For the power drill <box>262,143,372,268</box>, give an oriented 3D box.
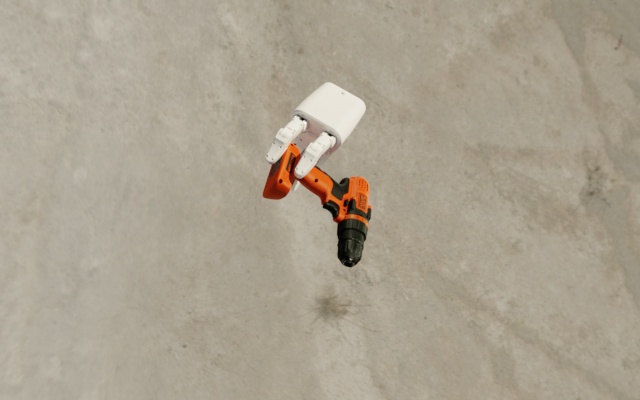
[{"bbox_3d":[0.000,0.002,0.785,0.188,0.184,0.057,31,-48,-21],"label":"power drill"}]
